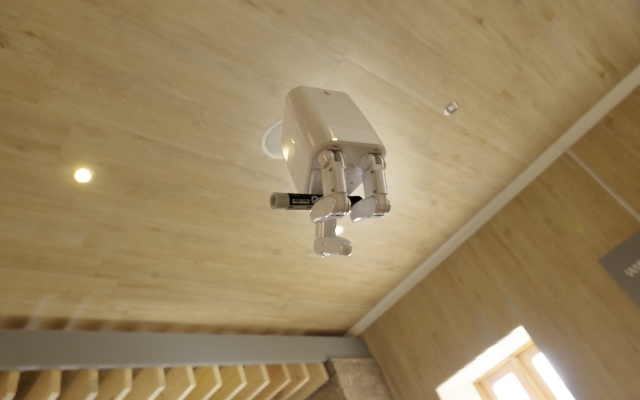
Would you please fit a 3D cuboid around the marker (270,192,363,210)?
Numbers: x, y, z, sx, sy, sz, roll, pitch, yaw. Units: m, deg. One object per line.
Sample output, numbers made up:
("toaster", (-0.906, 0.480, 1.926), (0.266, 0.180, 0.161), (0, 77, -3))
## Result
("marker", (0.000, 0.002, 0.543), (0.121, 0.020, 0.020), (2, -1, -32))
